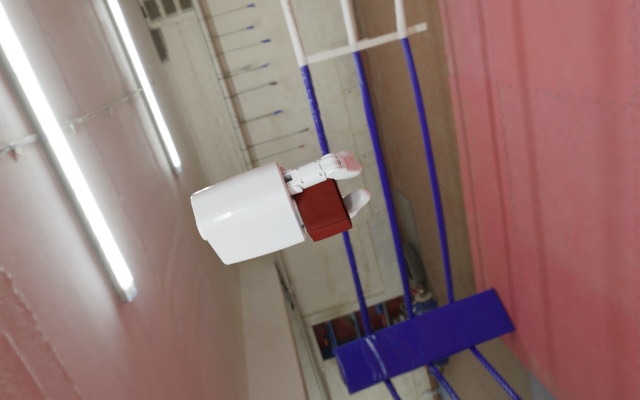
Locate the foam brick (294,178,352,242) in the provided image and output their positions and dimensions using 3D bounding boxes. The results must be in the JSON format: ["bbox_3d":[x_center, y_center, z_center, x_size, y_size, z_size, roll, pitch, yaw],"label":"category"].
[{"bbox_3d":[0.000,0.002,0.563,0.051,0.078,0.053,-21,-20,1],"label":"foam brick"}]
